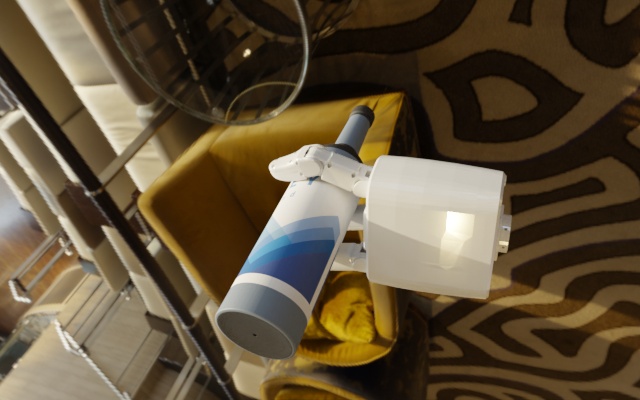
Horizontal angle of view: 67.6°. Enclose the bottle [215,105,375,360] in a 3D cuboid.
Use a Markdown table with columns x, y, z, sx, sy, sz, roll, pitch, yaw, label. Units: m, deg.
| x | y | z | sx | sy | sz | roll | pitch | yaw | label |
| --- | --- | --- | --- | --- | --- | --- | --- | --- | --- |
| 0.000 | 0.002 | 0.452 | 0.069 | 0.069 | 0.295 | 0 | 43 | 27 | bottle |
